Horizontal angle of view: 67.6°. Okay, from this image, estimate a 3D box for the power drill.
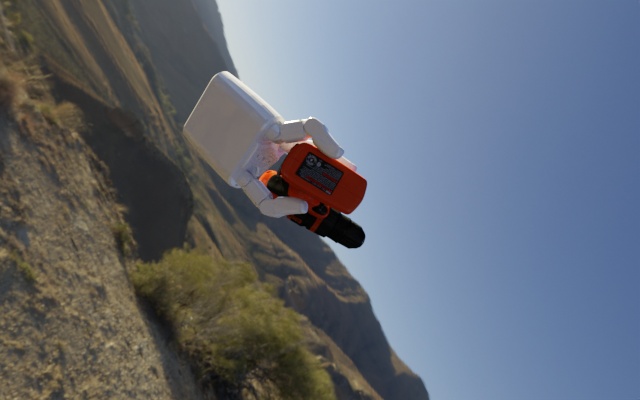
[{"bbox_3d":[0.000,0.002,0.656,0.184,0.057,0.188,30,-19,-4],"label":"power drill"}]
